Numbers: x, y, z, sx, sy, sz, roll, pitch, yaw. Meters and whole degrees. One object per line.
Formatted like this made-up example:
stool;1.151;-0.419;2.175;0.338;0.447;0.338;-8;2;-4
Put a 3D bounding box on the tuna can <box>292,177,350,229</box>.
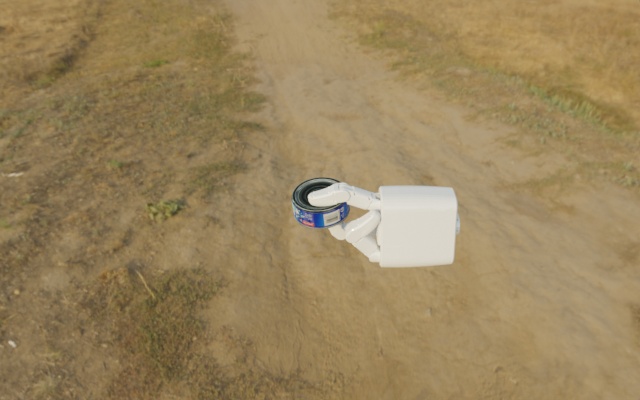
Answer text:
tuna can;0.000;0.002;0.711;0.086;0.034;0.086;-4;38;3
